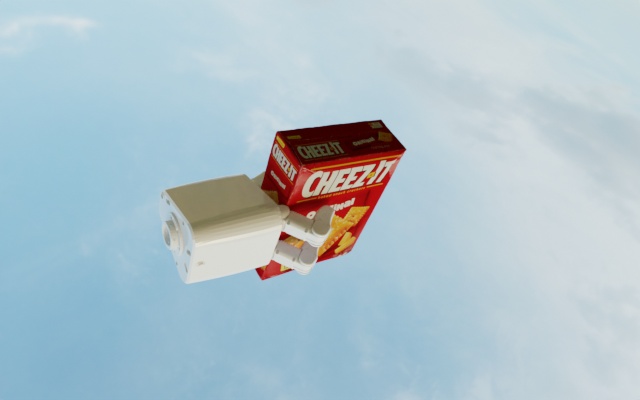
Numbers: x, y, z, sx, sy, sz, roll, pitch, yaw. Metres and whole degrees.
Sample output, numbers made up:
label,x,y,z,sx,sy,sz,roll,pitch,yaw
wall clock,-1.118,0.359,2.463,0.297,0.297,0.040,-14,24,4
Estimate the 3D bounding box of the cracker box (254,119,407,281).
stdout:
label,x,y,z,sx,sy,sz,roll,pitch,yaw
cracker box,0.000,0.002,0.641,0.164,0.072,0.214,-13,-37,-34
